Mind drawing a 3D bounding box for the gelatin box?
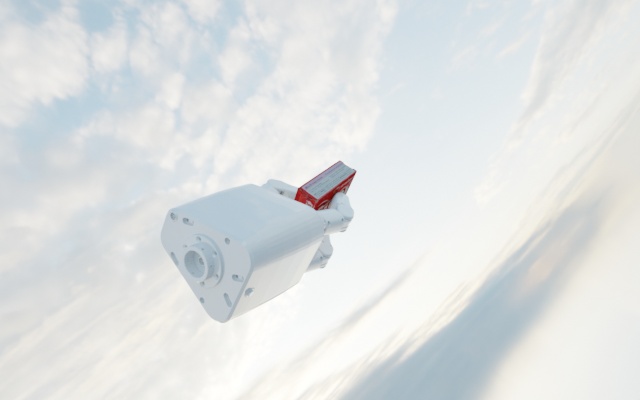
[{"bbox_3d":[0.000,0.001,0.567,0.030,0.073,0.089,35,42,16],"label":"gelatin box"}]
